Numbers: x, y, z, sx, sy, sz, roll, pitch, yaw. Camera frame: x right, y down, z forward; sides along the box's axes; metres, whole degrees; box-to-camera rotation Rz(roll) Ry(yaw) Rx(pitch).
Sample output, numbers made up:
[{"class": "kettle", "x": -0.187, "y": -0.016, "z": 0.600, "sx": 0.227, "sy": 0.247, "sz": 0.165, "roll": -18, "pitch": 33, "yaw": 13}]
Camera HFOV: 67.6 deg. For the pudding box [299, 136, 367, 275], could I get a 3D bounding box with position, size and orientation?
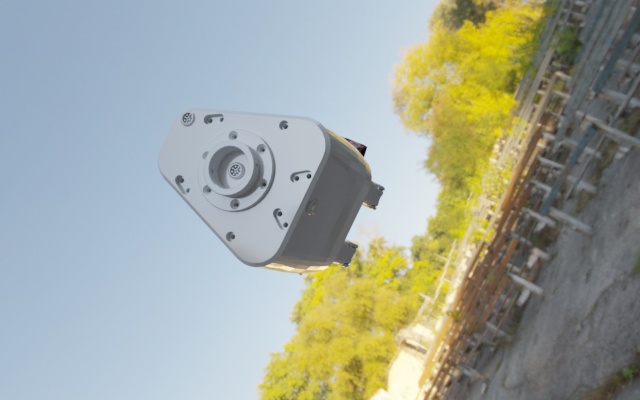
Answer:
[{"class": "pudding box", "x": 0.000, "y": 0.001, "z": 0.458, "sx": 0.039, "sy": 0.113, "sz": 0.090, "roll": 27, "pitch": 29, "yaw": 18}]
